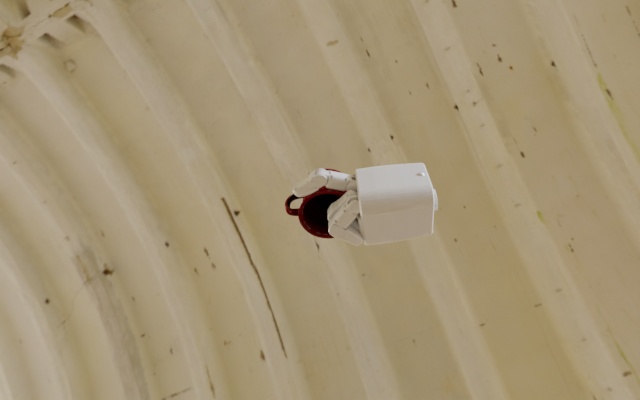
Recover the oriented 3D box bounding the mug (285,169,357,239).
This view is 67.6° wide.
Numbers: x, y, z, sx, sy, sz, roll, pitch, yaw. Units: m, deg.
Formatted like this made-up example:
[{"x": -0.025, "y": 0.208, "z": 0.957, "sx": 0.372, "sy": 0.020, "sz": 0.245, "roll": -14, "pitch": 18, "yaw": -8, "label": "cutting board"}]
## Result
[{"x": -0.001, "y": 0.003, "z": 0.782, "sx": 0.117, "sy": 0.093, "sz": 0.081, "roll": -7, "pitch": 34, "yaw": 5, "label": "mug"}]
